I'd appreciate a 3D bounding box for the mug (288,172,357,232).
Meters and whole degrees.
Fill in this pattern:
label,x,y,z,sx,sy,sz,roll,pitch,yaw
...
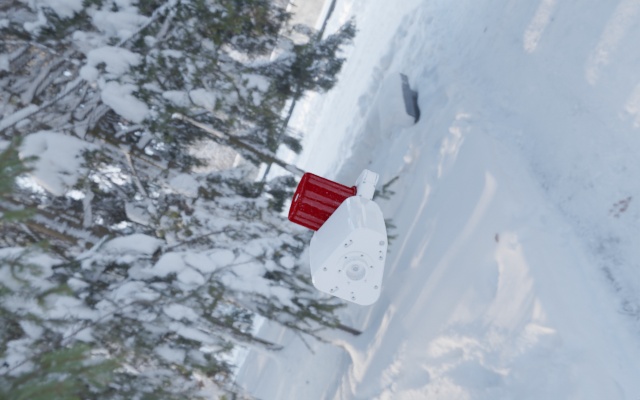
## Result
label,x,y,z,sx,sy,sz,roll,pitch,yaw
mug,0.000,0.002,0.745,0.081,0.093,0.117,21,18,-9
